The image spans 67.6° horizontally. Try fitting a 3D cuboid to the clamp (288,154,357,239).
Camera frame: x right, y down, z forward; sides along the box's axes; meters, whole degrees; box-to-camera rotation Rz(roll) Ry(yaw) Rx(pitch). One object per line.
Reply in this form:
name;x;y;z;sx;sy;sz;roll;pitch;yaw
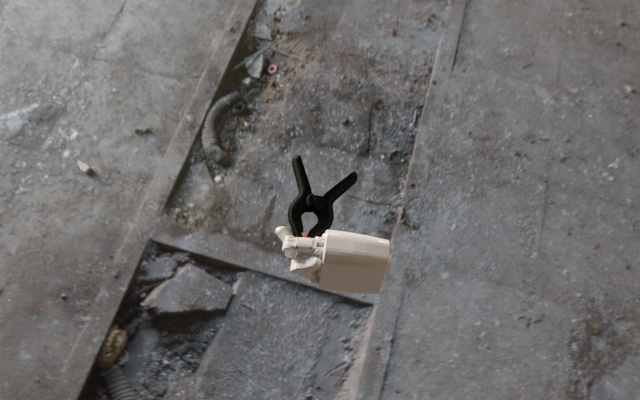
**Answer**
clamp;0.000;0.003;0.830;0.120;0.171;0.039;7;-23;1
